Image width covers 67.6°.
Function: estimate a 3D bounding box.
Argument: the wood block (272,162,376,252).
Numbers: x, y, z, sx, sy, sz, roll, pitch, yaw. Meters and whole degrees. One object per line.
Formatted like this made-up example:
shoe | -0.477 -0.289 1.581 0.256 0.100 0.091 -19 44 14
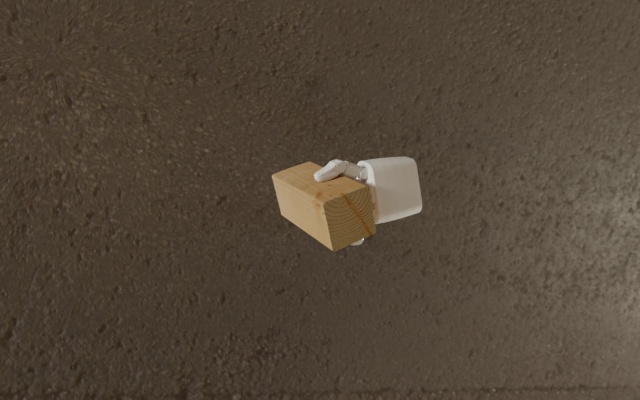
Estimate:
wood block | 0.000 0.002 0.862 0.090 0.091 0.206 -21 24 -23
